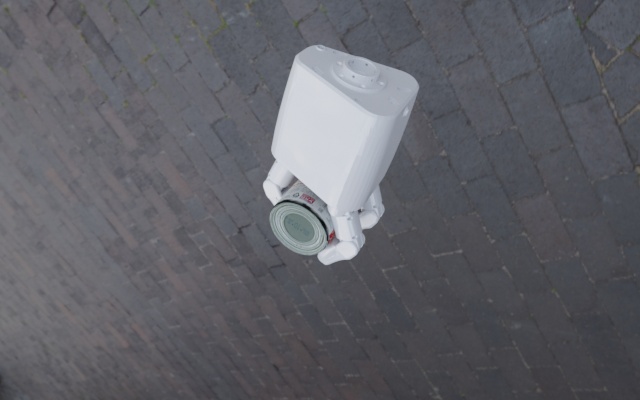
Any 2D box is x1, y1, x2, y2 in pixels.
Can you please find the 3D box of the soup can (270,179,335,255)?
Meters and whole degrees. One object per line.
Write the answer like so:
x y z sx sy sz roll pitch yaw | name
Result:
0.000 0.002 0.508 0.068 0.068 0.102 0 33 32 | soup can
